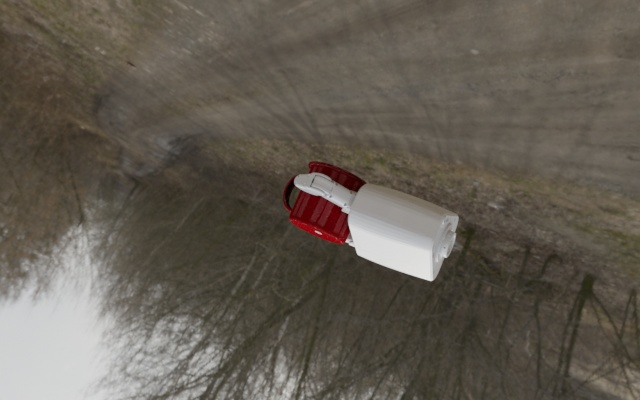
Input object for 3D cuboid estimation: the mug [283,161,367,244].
[{"bbox_3d":[-0.001,0.002,0.633,0.117,0.081,0.093,19,-11,26],"label":"mug"}]
